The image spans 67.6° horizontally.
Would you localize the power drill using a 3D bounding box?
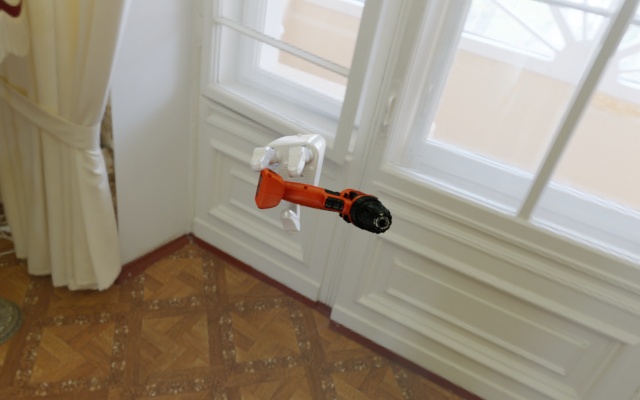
[{"bbox_3d":[0.000,0.002,0.711,0.187,0.057,0.184,14,4,-13],"label":"power drill"}]
